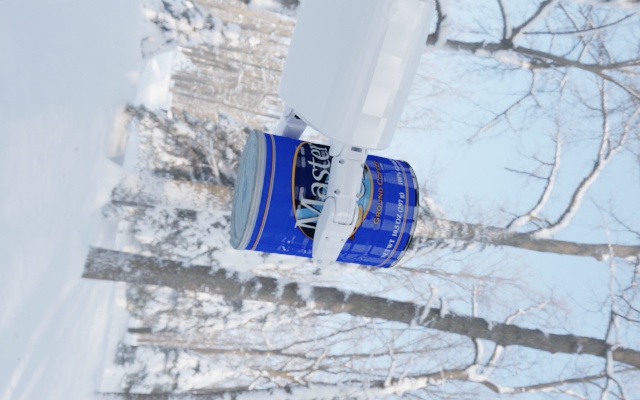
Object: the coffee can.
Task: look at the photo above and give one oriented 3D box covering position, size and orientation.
[{"bbox_3d":[0.000,0.002,0.422,0.140,0.103,0.103,10,-3,-18],"label":"coffee can"}]
